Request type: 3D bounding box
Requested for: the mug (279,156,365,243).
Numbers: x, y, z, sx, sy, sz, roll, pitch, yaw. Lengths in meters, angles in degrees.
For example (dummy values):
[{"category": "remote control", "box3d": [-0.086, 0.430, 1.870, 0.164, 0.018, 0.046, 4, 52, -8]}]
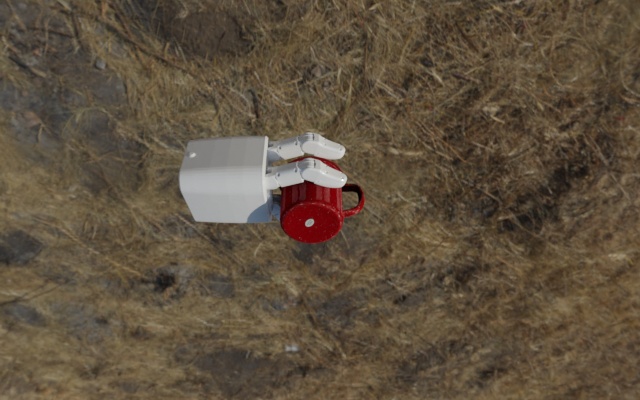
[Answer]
[{"category": "mug", "box3d": [0.002, 0.002, 0.632, 0.117, 0.081, 0.093, -1, -45, 0]}]
